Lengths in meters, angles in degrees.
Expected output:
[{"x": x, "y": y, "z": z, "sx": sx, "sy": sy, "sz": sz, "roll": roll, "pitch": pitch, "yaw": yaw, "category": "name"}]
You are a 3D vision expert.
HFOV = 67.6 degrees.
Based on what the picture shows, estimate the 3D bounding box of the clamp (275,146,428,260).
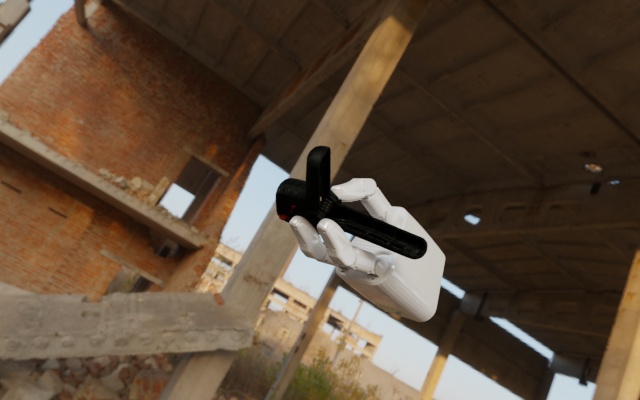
[{"x": 0.000, "y": 0.001, "z": 0.537, "sx": 0.165, "sy": 0.036, "sz": 0.210, "roll": 46, "pitch": -23, "yaw": -29, "category": "clamp"}]
